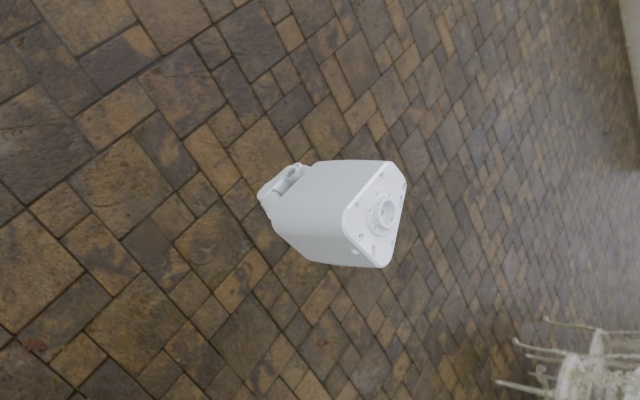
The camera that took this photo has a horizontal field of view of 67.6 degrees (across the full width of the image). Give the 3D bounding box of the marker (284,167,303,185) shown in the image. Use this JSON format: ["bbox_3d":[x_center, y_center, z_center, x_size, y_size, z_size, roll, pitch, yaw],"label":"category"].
[{"bbox_3d":[0.000,0.002,0.589,0.020,0.020,0.121,0,-34,44],"label":"marker"}]
